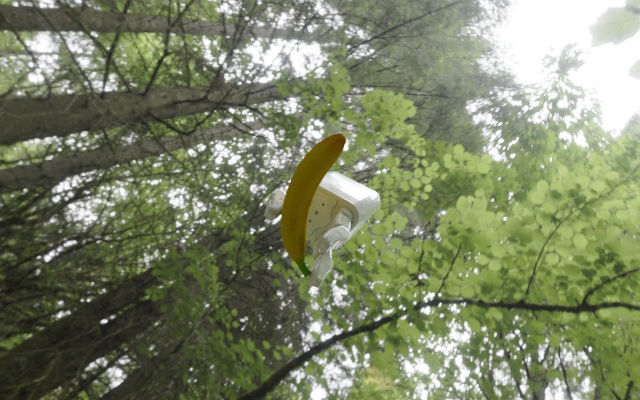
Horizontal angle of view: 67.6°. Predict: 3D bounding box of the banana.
[{"bbox_3d":[-0.017,-0.001,0.629,0.069,0.198,0.037,22,21,23],"label":"banana"}]
